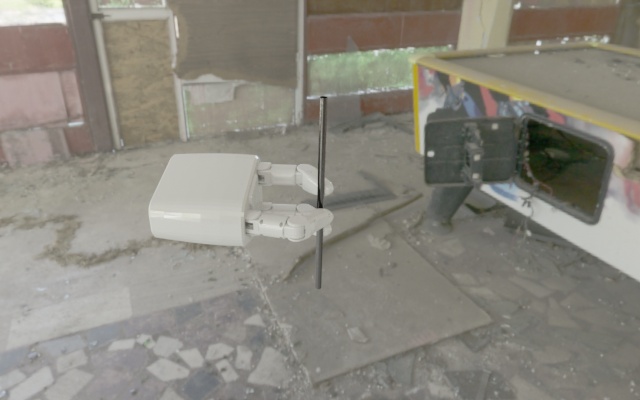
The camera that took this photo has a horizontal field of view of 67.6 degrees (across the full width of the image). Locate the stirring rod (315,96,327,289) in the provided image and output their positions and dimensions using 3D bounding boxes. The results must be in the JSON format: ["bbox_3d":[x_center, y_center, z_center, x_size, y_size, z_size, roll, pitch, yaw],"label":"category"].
[{"bbox_3d":[0.000,0.002,0.540,0.011,0.240,0.011,1,28,-1],"label":"stirring rod"}]
